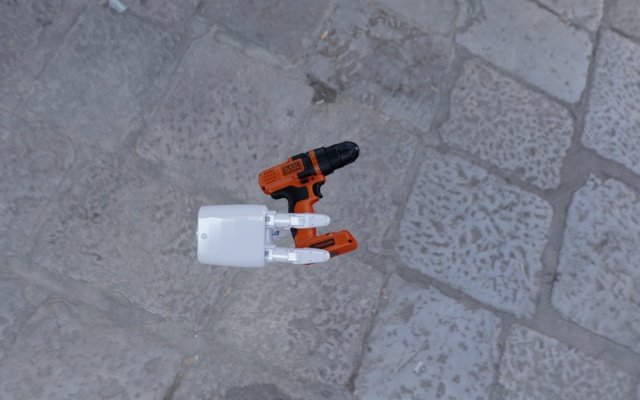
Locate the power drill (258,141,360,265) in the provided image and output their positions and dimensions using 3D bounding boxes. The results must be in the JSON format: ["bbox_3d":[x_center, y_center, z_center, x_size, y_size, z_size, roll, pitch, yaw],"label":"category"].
[{"bbox_3d":[0.000,0.003,0.809,0.184,0.187,0.057,-21,-20,8],"label":"power drill"}]
